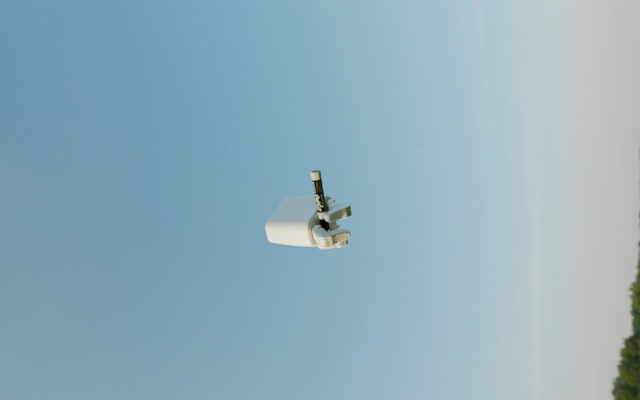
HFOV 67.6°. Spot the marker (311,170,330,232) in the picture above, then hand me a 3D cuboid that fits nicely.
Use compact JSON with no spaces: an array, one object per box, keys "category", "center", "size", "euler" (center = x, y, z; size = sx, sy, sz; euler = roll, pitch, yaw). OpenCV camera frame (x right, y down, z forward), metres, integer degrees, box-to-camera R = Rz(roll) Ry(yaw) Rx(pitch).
[{"category":"marker","center":[0.000,0.003,0.898],"size":[0.020,0.121,0.020],"euler":[-9,16,3]}]
